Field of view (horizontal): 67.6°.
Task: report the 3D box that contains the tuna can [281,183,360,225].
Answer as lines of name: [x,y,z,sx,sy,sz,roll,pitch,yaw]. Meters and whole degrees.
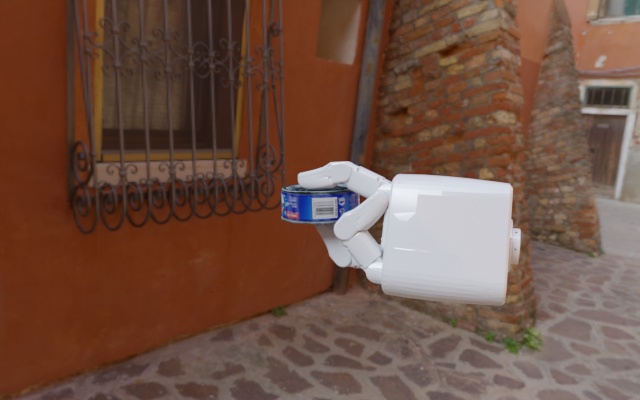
tuna can: [0.000,0.001,0.516,0.086,0.034,0.086,-2,8,0]
